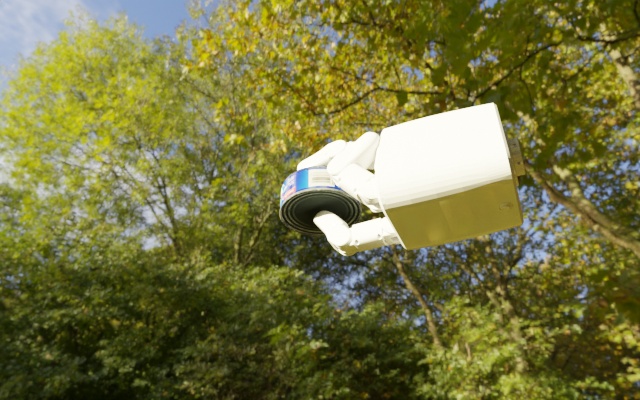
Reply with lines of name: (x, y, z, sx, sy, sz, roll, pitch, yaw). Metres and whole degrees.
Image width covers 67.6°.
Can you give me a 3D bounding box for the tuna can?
tuna can: (0.000, 0.001, 0.507, 0.086, 0.033, 0.086, -1, -36, 0)
